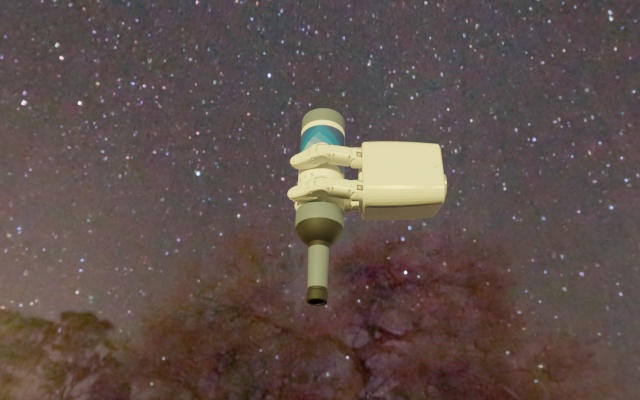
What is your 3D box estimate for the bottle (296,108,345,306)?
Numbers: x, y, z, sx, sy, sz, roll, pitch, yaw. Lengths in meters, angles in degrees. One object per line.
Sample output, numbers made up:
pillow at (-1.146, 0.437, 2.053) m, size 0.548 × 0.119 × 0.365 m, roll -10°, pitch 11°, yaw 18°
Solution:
bottle at (0.000, 0.002, 0.672) m, size 0.069 × 0.295 × 0.069 m, roll 2°, pitch -32°, yaw 1°
